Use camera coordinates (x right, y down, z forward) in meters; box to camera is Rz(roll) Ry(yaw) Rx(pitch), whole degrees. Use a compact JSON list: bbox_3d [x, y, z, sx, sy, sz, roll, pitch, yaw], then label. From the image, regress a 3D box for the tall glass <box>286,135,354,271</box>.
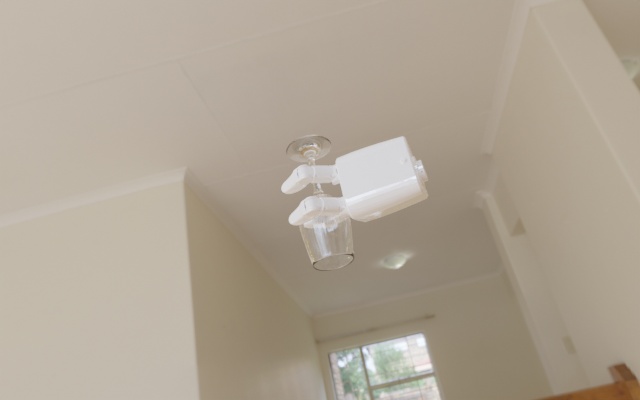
[{"bbox_3d":[0.000,0.002,0.729,0.079,0.201,0.079,-10,-27,-5],"label":"tall glass"}]
